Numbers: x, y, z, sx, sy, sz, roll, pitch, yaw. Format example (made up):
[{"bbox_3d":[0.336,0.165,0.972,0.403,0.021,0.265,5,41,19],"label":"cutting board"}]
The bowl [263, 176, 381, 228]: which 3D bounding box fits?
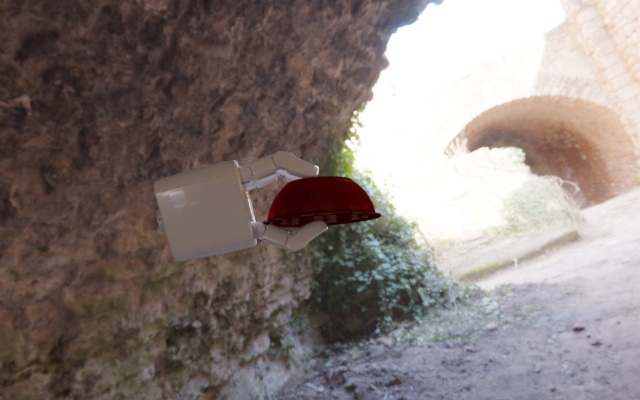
[{"bbox_3d":[0.001,0.002,0.649,0.162,0.055,0.162,-4,-8,0],"label":"bowl"}]
